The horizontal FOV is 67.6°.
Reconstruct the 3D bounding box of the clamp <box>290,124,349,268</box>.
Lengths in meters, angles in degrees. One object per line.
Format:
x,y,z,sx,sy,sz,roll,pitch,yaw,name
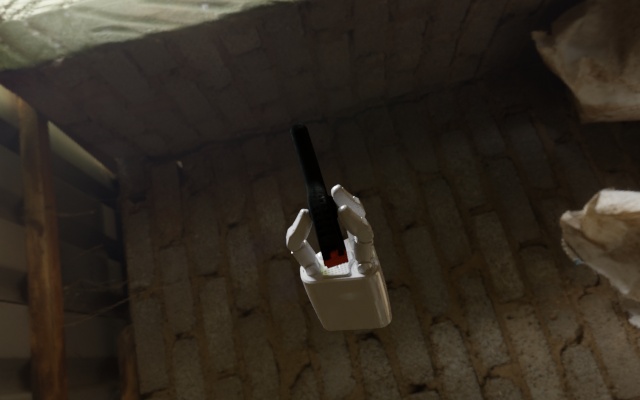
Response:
-0.001,0.003,0.623,0.036,0.165,0.209,-19,30,4,clamp
